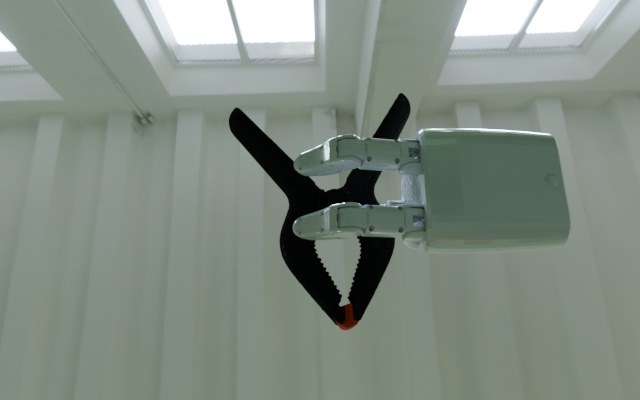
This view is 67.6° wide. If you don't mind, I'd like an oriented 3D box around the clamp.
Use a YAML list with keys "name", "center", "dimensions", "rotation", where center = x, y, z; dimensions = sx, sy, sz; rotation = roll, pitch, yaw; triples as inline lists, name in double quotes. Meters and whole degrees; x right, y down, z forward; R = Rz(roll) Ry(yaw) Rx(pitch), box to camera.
- name: "clamp"
  center: [0.000, 0.002, 0.407]
  dimensions: [0.164, 0.210, 0.036]
  rotation: [0, -19, 0]
